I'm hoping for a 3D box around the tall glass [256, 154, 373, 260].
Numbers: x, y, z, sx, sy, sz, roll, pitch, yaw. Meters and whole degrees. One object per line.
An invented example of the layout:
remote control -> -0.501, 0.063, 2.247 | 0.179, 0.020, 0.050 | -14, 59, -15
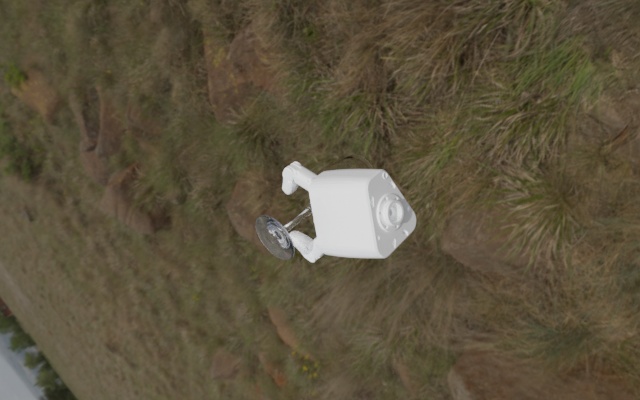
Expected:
tall glass -> 0.000, 0.003, 0.720 | 0.079, 0.079, 0.201 | 0, 30, 48
